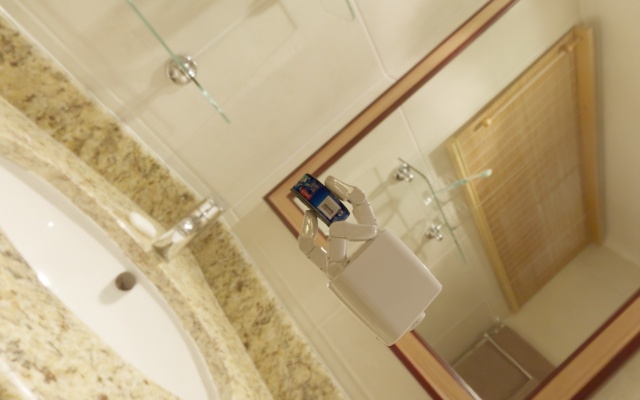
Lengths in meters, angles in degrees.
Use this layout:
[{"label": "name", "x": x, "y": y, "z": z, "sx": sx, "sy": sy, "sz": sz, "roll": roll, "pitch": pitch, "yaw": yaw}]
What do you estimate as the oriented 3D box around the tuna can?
[{"label": "tuna can", "x": 0.000, "y": 0.002, "z": 0.657, "sx": 0.086, "sy": 0.034, "sz": 0.086, "roll": 43, "pitch": -4, "yaw": 4}]
